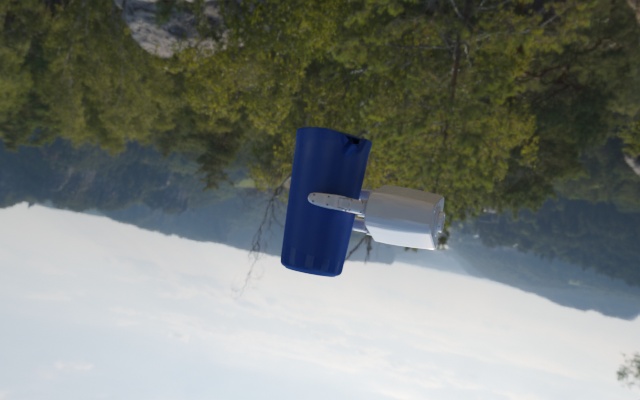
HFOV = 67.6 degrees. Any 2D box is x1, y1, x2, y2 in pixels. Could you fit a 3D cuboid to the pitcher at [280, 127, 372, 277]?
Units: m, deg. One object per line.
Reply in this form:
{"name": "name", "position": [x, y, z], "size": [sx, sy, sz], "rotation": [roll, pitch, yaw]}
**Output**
{"name": "pitcher", "position": [0.000, 0.003, 0.831], "size": [0.145, 0.243, 0.149], "rotation": [9, -4, 20]}
